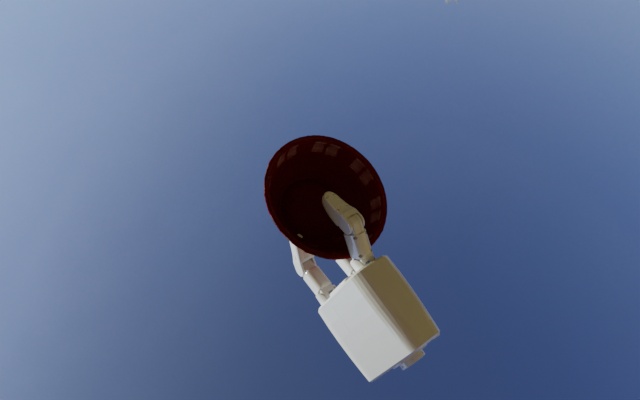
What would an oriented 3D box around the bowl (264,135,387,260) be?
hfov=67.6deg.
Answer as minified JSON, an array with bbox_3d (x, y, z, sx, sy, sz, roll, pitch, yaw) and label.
[{"bbox_3d":[0.000,0.001,0.596,0.162,0.162,0.055,0,-21,-25],"label":"bowl"}]
